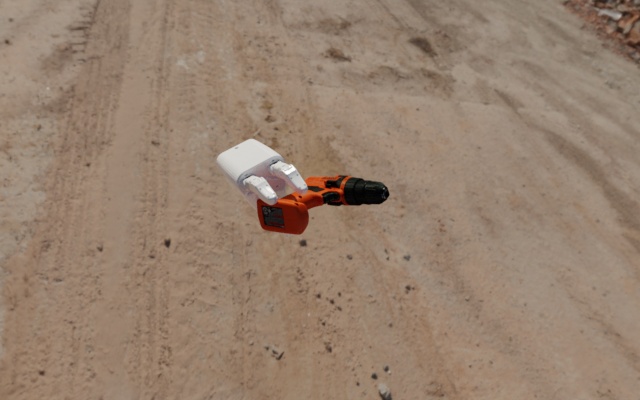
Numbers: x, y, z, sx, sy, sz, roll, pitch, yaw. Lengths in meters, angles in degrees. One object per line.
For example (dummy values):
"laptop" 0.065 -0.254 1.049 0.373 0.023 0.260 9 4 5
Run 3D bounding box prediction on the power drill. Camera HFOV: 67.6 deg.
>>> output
"power drill" 0.000 0.003 0.818 0.184 0.057 0.187 3 17 41
